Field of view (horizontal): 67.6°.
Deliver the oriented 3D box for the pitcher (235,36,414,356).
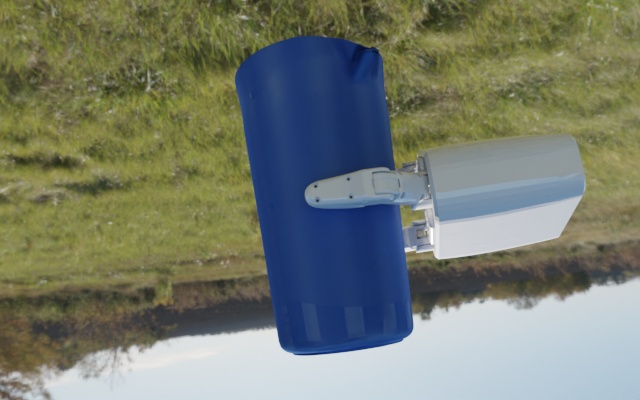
[{"bbox_3d":[0.000,0.001,0.412,0.145,0.242,0.149,-9,-13,8],"label":"pitcher"}]
